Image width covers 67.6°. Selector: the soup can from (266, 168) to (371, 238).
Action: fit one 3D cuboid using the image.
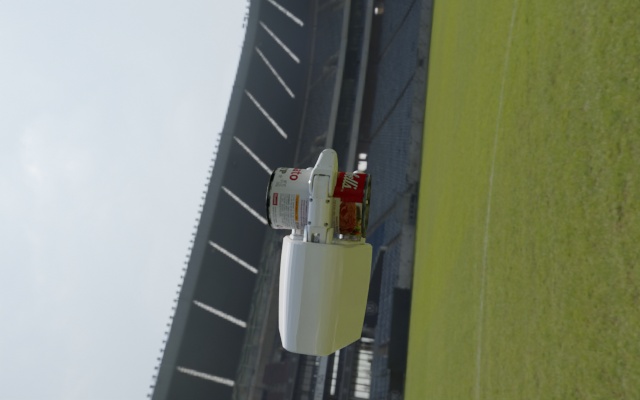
[{"bbox_3d":[0.000,0.001,0.507,0.102,0.068,0.068,5,1,9],"label":"soup can"}]
